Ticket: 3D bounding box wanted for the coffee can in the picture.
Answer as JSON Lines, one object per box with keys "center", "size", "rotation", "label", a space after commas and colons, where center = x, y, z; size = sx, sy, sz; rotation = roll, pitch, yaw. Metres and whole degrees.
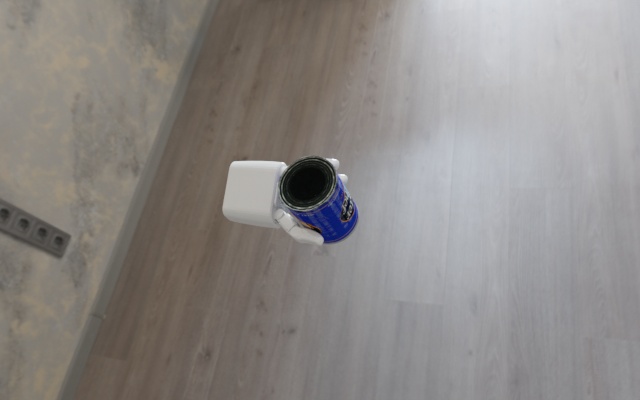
{"center": [0.000, 0.003, 0.822], "size": [0.103, 0.102, 0.140], "rotation": [0, -27, 21], "label": "coffee can"}
